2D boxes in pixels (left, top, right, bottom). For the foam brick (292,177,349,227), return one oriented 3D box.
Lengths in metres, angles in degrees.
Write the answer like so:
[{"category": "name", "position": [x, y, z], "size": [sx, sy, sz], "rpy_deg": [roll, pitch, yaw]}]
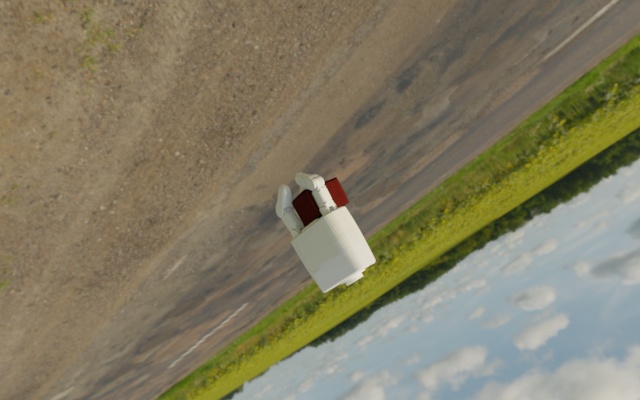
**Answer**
[{"category": "foam brick", "position": [0.000, 0.003, 0.830], "size": [0.078, 0.051, 0.053], "rpy_deg": [-24, -11, -35]}]
